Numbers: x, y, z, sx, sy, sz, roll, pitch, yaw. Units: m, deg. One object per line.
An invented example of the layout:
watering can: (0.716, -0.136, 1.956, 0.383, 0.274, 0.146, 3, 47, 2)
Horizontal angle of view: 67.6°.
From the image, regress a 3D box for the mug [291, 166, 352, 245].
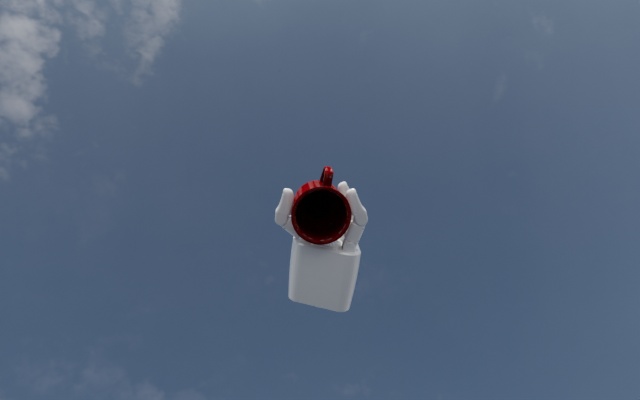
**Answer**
mug: (0.000, 0.001, 0.762, 0.093, 0.117, 0.081, 8, 14, -7)
